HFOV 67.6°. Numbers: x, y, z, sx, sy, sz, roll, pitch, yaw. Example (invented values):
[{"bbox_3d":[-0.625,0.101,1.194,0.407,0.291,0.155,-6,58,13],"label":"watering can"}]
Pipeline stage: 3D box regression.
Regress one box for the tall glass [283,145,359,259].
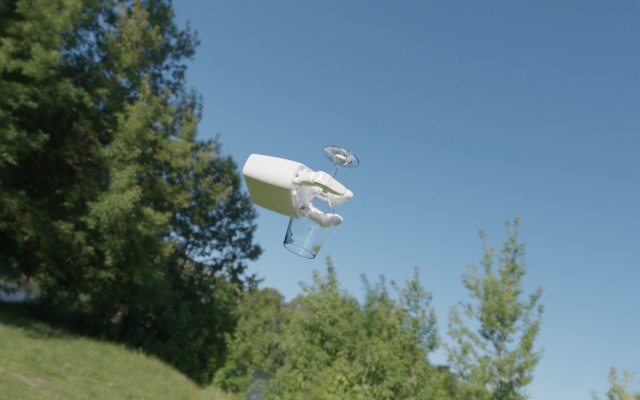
[{"bbox_3d":[0.001,0.002,0.866,0.079,0.201,0.079,21,-20,8],"label":"tall glass"}]
